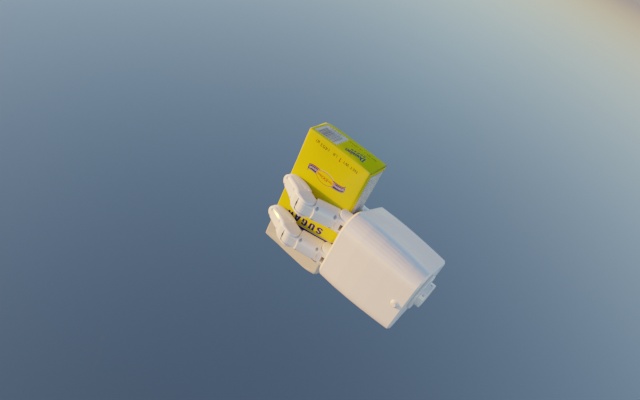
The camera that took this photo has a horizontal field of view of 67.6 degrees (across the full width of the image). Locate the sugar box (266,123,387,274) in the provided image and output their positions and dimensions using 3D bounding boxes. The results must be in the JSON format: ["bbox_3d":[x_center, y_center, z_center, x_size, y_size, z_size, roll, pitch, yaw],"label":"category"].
[{"bbox_3d":[0.000,0.002,0.591,0.093,0.176,0.048,39,36,18],"label":"sugar box"}]
